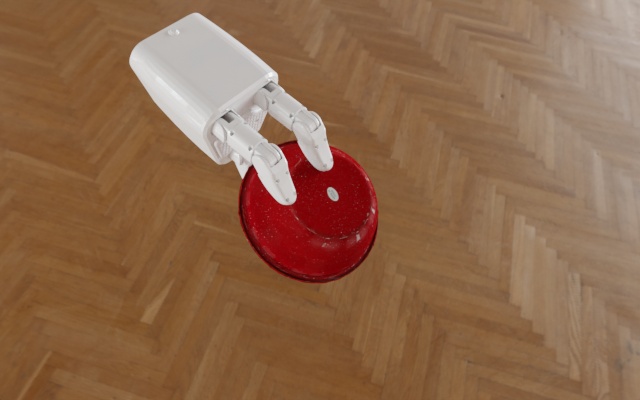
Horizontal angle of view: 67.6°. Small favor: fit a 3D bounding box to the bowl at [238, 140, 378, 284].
[{"bbox_3d":[0.001,0.002,0.494,0.162,0.162,0.055,0,-17,-23],"label":"bowl"}]
